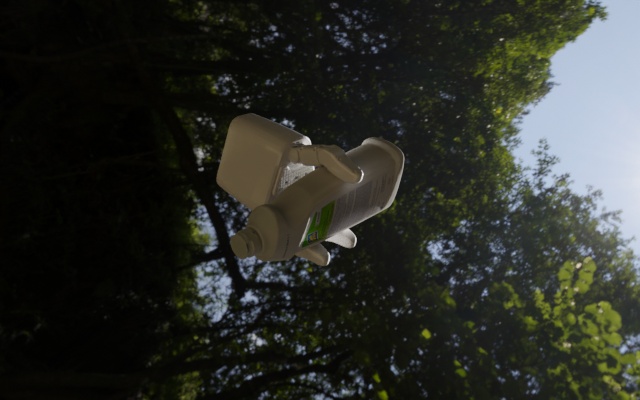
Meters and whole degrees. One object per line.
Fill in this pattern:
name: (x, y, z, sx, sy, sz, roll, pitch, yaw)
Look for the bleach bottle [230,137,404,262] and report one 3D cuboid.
bleach bottle: (0.000, 0.002, 0.576, 0.068, 0.103, 0.250, 31, 38, 31)
